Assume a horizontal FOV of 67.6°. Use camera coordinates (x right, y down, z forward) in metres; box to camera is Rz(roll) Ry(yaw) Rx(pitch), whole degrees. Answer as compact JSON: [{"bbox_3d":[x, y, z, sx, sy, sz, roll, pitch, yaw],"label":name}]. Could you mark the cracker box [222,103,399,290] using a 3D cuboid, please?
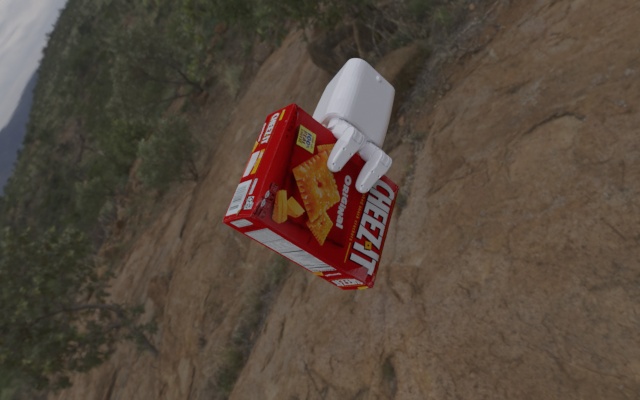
[{"bbox_3d":[0.000,0.002,0.633,0.214,0.164,0.072,34,-28,-31],"label":"cracker box"}]
